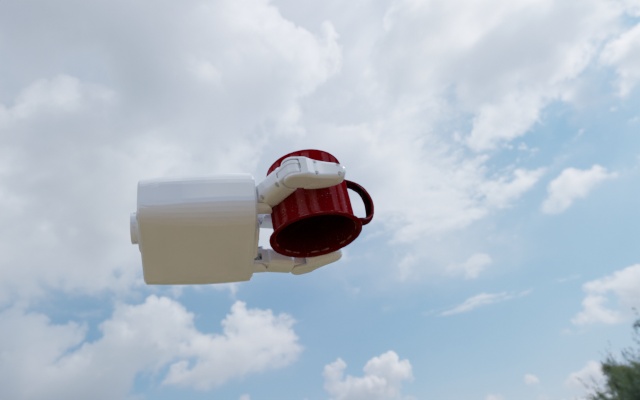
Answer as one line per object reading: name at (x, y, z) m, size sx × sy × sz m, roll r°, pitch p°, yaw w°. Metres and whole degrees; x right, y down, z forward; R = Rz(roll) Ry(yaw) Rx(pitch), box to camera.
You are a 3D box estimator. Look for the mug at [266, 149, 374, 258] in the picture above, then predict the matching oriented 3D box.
mug at (0.001, 0.001, 0.493) m, size 0.117 × 0.081 × 0.093 m, roll -1°, pitch -32°, yaw -18°
